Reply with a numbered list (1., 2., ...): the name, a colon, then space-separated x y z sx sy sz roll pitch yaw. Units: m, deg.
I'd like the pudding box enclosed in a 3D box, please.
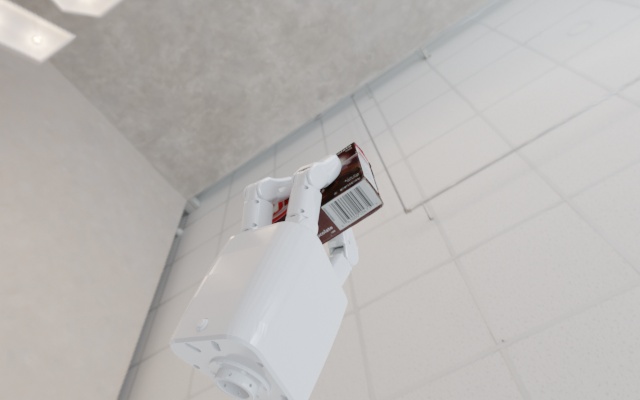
1. pudding box: 0.000 0.002 0.460 0.113 0.039 0.090 -31 25 13
